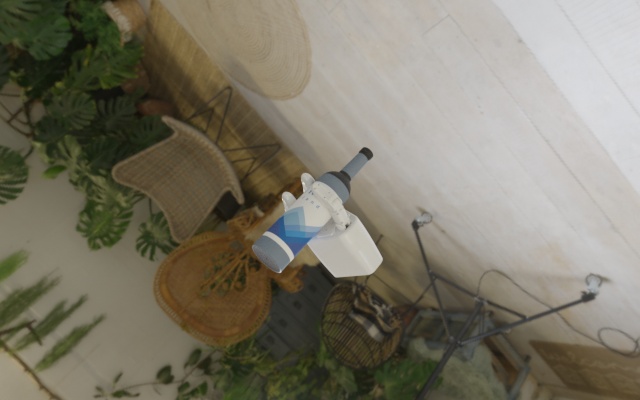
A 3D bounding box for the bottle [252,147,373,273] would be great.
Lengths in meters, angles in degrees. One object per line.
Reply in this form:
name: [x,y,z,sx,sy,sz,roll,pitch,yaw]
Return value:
bottle: [0.000,0.003,0.871,0.295,0.069,0.069,-46,23,-24]
